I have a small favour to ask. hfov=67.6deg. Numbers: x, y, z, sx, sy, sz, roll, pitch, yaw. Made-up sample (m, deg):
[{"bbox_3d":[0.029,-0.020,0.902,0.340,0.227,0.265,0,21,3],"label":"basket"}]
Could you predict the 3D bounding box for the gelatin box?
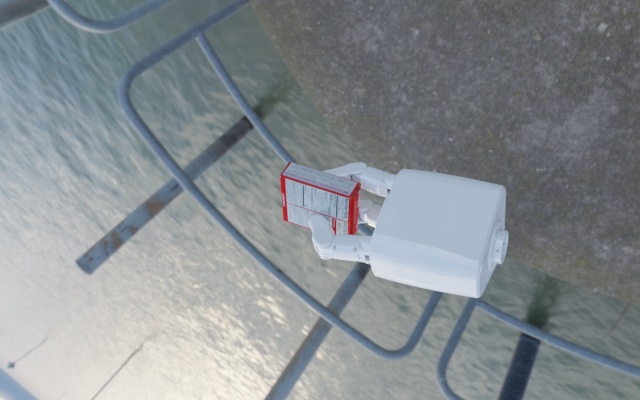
[{"bbox_3d":[0.000,0.002,0.543,0.089,0.073,0.030,17,47,17],"label":"gelatin box"}]
